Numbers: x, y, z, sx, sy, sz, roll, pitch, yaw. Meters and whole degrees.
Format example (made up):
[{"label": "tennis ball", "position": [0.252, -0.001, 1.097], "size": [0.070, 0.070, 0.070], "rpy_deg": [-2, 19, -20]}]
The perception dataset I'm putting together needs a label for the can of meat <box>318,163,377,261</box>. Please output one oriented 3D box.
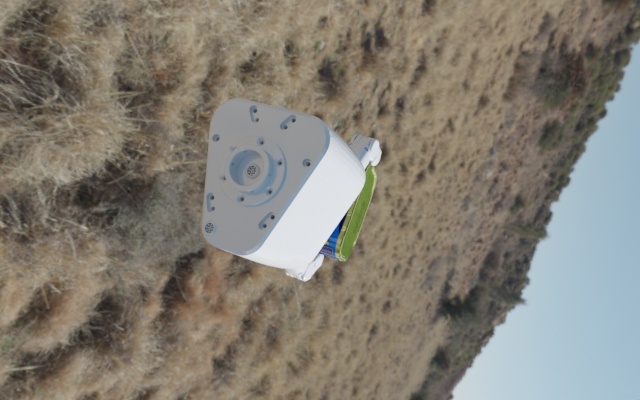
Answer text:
[{"label": "can of meat", "position": [0.000, 0.002, 0.471], "size": [0.084, 0.102, 0.057], "rpy_deg": [16, -10, 19]}]
